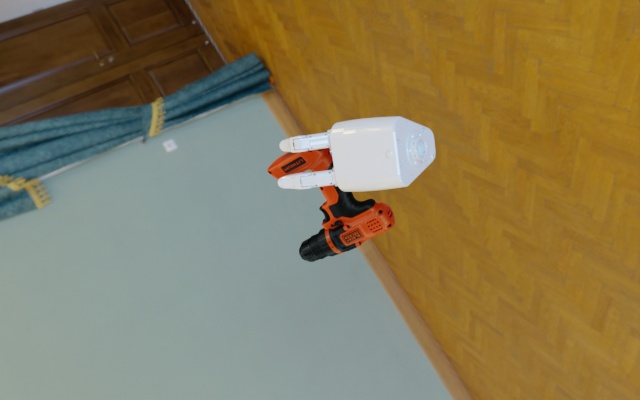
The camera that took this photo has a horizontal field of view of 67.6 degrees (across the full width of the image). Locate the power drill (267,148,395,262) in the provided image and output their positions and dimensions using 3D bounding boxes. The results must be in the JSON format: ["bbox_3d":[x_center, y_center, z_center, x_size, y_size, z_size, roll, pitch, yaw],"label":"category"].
[{"bbox_3d":[0.000,0.002,0.764,0.184,0.188,0.057,-28,16,29],"label":"power drill"}]
